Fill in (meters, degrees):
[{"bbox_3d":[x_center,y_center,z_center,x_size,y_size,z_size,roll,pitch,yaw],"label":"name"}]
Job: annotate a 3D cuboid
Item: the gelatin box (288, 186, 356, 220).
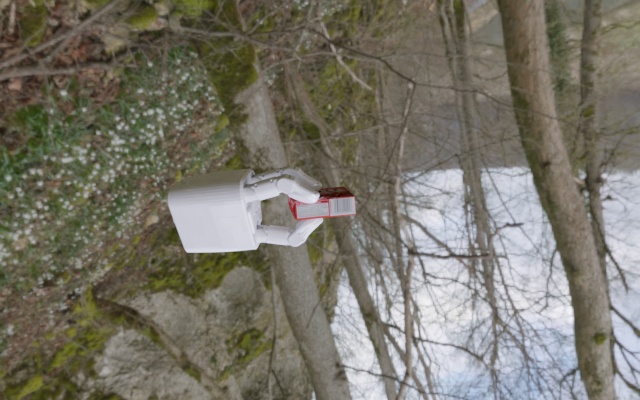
[{"bbox_3d":[0.000,0.003,0.691,0.089,0.030,0.073,-5,13,-8],"label":"gelatin box"}]
